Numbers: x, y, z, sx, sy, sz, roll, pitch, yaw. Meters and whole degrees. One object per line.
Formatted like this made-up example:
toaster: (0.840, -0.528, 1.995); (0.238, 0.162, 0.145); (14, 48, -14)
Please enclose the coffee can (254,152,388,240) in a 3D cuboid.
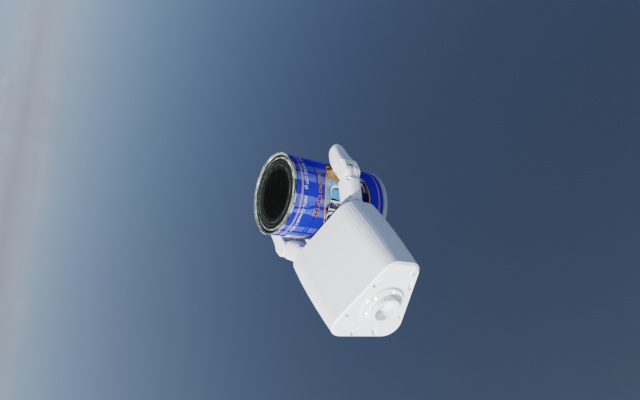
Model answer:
coffee can: (0.000, 0.002, 0.614); (0.140, 0.103, 0.103); (11, -6, -33)
